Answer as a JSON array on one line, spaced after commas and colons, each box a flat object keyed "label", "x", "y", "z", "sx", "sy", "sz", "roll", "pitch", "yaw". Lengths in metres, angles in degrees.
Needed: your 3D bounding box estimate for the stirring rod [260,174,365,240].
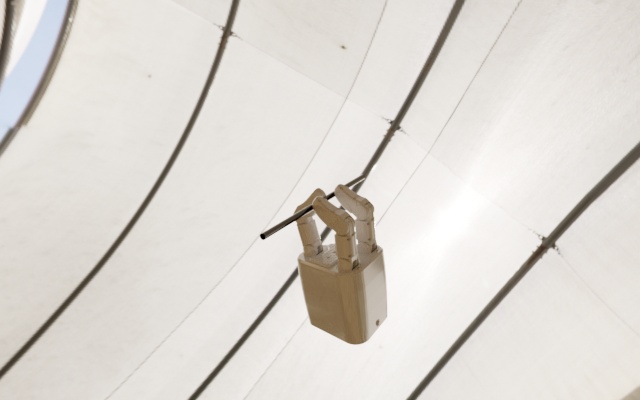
[{"label": "stirring rod", "x": 0.000, "y": 0.002, "z": 0.613, "sx": 0.011, "sy": 0.011, "sz": 0.239, "roll": 0, "pitch": 18, "yaw": 33}]
